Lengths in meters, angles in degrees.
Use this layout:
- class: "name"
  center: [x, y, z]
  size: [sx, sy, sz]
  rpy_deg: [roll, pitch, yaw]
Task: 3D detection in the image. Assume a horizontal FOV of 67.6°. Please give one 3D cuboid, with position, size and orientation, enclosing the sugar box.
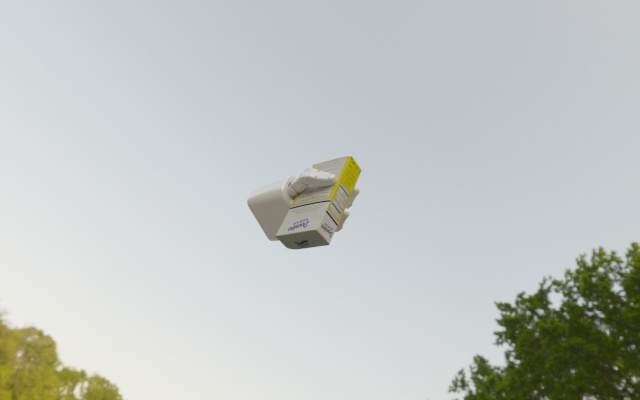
- class: "sugar box"
  center: [0.000, 0.003, 0.819]
  size: [0.093, 0.176, 0.048]
  rpy_deg: [-11, -48, 40]
